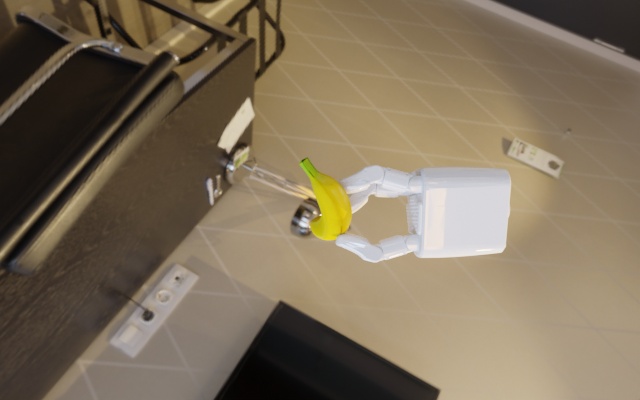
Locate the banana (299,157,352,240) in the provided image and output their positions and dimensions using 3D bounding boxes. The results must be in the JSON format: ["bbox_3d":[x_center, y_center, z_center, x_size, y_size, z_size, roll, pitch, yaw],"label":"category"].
[{"bbox_3d":[0.010,0.015,0.602,0.037,0.069,0.198,-31,-22,-13],"label":"banana"}]
